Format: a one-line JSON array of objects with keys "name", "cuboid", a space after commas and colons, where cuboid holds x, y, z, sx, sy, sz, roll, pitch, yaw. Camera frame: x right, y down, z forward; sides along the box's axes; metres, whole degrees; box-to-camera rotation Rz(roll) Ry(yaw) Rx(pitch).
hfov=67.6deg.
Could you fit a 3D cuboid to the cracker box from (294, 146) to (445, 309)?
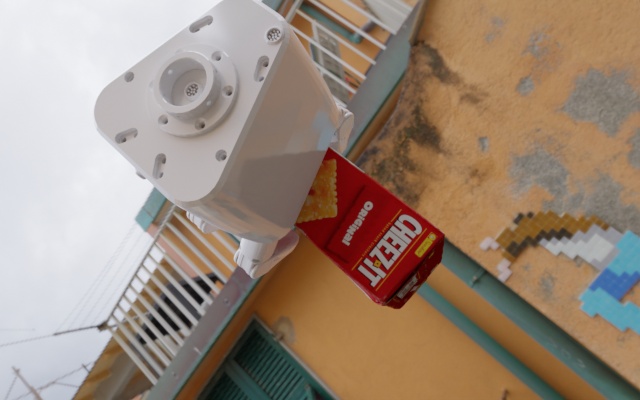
[{"name": "cracker box", "cuboid": [0.000, 0.001, 0.415, 0.213, 0.072, 0.164, 40, -1, 19]}]
